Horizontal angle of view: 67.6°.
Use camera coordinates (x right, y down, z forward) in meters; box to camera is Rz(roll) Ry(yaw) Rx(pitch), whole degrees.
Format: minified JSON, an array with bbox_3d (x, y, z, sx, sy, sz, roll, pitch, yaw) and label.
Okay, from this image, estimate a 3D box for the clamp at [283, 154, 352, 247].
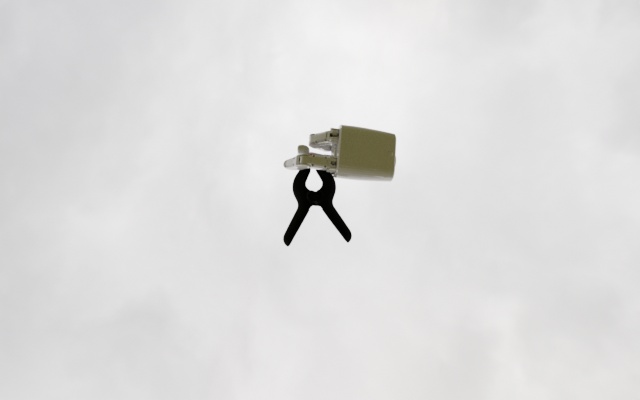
[{"bbox_3d":[0.000,0.003,0.860,0.120,0.171,0.039,6,-12,-5],"label":"clamp"}]
